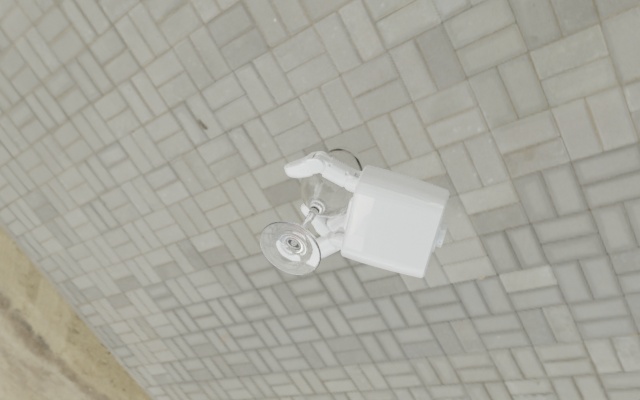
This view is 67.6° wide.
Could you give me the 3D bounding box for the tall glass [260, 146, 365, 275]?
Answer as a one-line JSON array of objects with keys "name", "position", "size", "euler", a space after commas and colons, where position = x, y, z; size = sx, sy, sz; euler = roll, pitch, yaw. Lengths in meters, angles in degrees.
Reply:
[{"name": "tall glass", "position": [0.000, 0.002, 0.609], "size": [0.079, 0.079, 0.201], "euler": [0, 32, 24]}]
